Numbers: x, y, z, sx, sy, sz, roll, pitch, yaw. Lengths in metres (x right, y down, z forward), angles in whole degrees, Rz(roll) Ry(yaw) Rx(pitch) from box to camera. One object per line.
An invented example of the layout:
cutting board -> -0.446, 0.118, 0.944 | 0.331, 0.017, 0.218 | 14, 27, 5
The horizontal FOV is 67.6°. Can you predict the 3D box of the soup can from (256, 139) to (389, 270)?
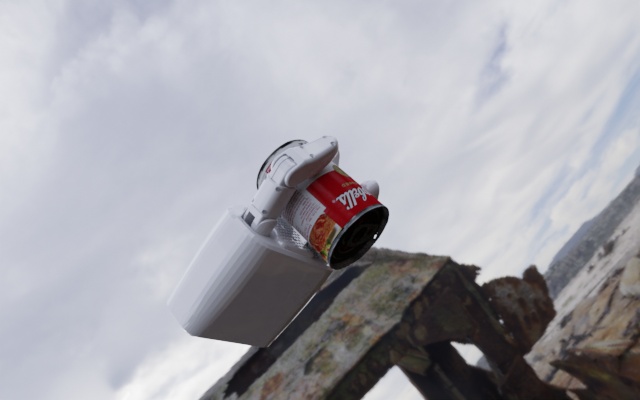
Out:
soup can -> 0.000, 0.001, 0.416 | 0.102, 0.068, 0.068 | 43, 23, 28
